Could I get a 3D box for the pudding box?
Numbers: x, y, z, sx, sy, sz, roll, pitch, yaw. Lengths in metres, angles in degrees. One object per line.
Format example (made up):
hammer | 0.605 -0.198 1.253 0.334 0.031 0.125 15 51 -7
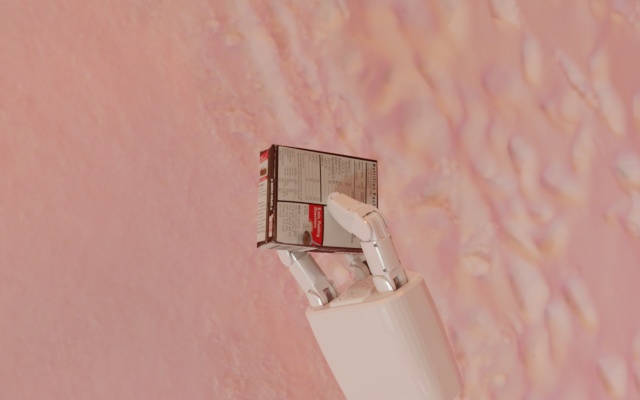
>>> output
pudding box | 0.000 0.001 0.439 0.113 0.090 0.039 7 -13 -30
